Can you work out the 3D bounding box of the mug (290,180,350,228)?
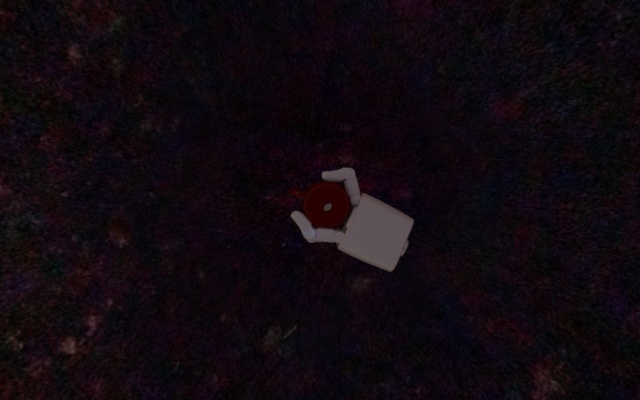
[{"bbox_3d":[-0.001,0.002,0.872,0.117,0.093,0.081,25,1,-1],"label":"mug"}]
